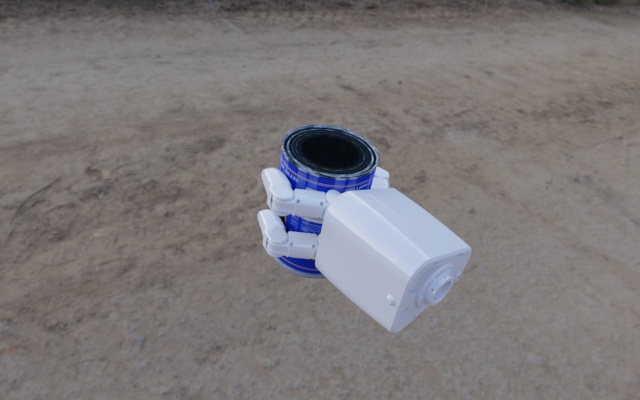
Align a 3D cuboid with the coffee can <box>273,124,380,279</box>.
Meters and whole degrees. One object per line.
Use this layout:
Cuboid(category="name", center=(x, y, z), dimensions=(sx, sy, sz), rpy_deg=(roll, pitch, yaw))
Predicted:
Cuboid(category="coffee can", center=(0.000, 0.002, 0.532), dimensions=(0.103, 0.140, 0.102), rpy_deg=(7, 37, -5))
